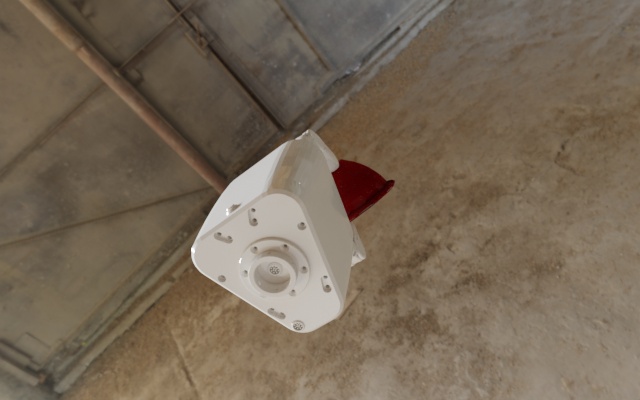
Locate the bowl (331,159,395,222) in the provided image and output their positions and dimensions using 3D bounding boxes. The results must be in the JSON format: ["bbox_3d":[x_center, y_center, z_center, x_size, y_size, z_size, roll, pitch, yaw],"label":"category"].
[{"bbox_3d":[0.000,0.001,0.529,0.162,0.055,0.162,-33,3,2],"label":"bowl"}]
